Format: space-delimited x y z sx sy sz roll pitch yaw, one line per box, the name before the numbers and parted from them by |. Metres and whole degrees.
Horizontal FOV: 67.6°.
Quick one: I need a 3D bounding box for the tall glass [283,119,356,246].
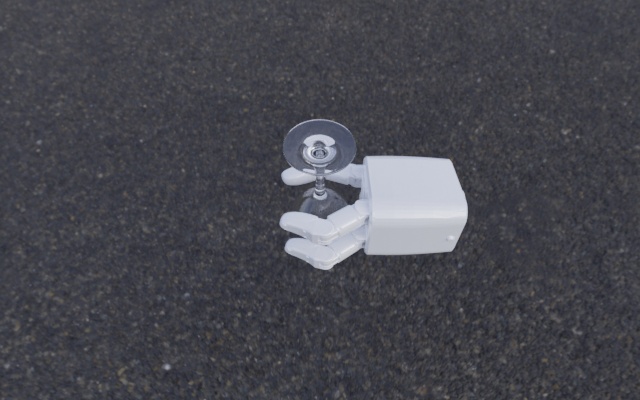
tall glass | 0.000 0.001 0.561 0.079 0.079 0.201 0 -35 0
